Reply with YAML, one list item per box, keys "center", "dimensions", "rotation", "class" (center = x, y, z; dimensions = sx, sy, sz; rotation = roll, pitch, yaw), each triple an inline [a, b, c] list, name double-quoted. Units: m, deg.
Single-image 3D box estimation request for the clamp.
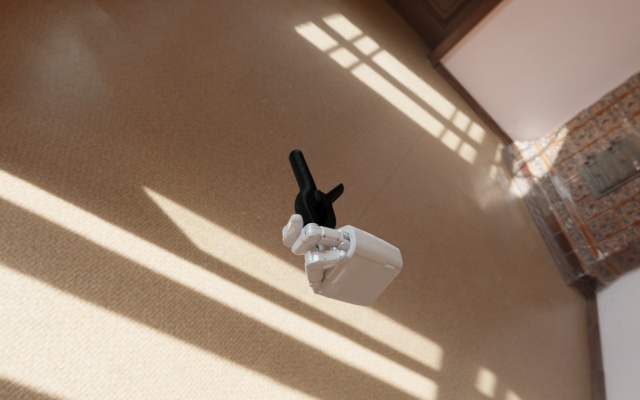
- center: [0.000, 0.002, 0.772]
  dimensions: [0.120, 0.171, 0.039]
  rotation: [25, -47, -32]
  class: "clamp"
